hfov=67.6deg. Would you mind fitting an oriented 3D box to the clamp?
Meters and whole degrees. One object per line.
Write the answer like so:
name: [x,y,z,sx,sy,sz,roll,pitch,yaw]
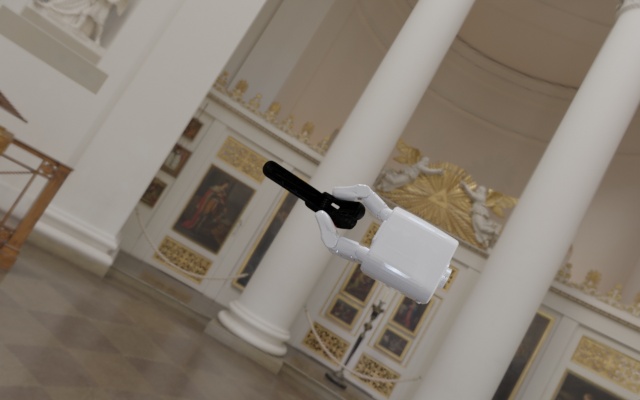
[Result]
clamp: [0.001,0.002,0.749,0.164,0.036,0.210,28,-7,13]
